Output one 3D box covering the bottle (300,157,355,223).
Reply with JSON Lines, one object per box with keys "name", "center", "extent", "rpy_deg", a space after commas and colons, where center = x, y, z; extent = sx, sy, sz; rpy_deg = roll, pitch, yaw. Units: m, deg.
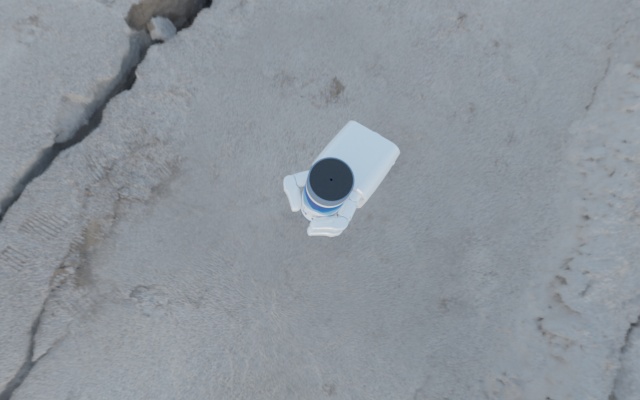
{"name": "bottle", "center": [0.000, 0.003, 0.808], "extent": [0.069, 0.069, 0.296], "rpy_deg": [0, -13, -6]}
